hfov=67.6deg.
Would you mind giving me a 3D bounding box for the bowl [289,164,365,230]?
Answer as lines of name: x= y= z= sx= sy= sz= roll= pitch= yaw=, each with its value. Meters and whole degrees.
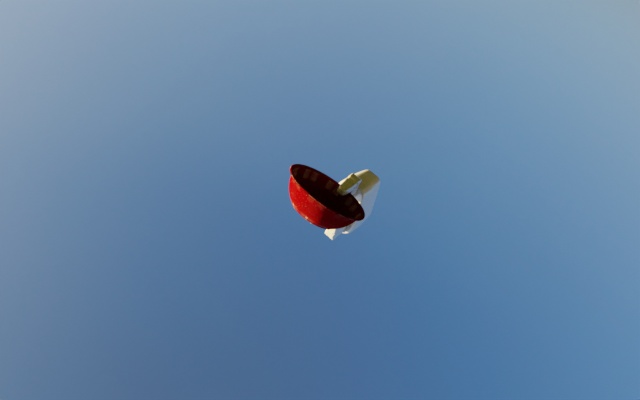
bowl: x=-0.001 y=0.003 z=0.867 sx=0.162 sy=0.055 sz=0.162 roll=31 pitch=19 yaw=-12
